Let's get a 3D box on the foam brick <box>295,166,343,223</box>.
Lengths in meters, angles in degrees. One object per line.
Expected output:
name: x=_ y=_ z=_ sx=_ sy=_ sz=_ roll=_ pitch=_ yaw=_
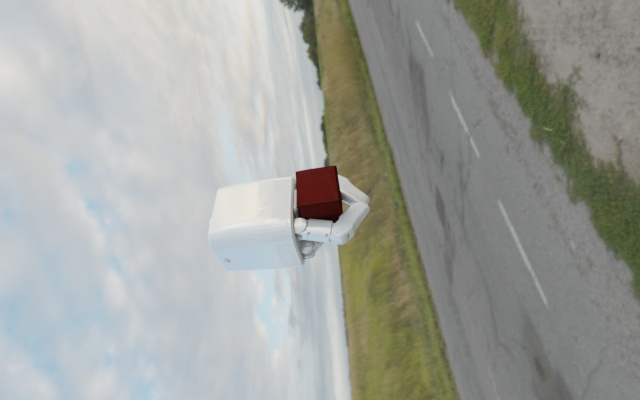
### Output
foam brick: x=0.000 y=0.002 z=0.596 sx=0.051 sy=0.053 sz=0.078 roll=-6 pitch=-33 yaw=4
